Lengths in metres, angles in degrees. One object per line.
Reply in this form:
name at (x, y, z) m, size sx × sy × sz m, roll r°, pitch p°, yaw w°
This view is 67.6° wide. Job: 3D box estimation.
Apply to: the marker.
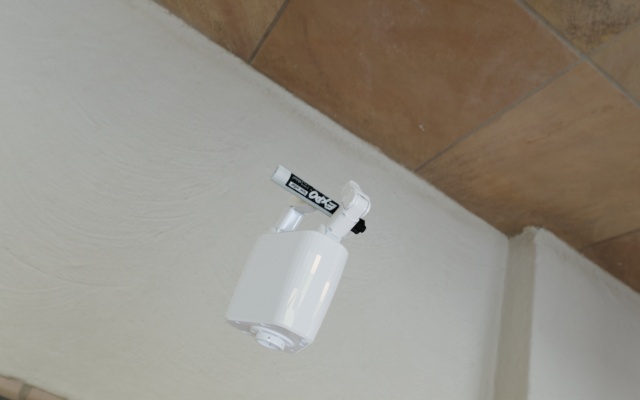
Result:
marker at (0.000, 0.002, 0.514) m, size 0.121 × 0.020 × 0.020 m, roll 33°, pitch -11°, yaw -18°
